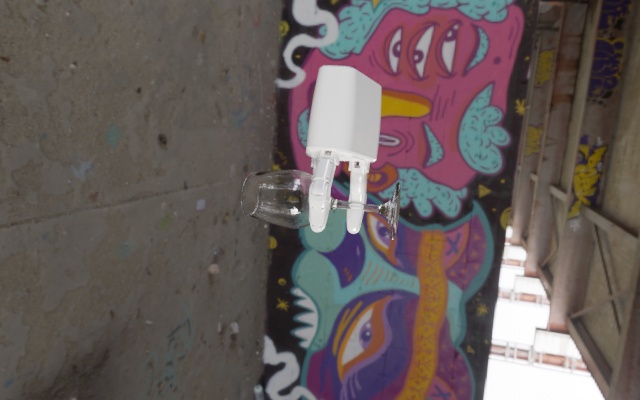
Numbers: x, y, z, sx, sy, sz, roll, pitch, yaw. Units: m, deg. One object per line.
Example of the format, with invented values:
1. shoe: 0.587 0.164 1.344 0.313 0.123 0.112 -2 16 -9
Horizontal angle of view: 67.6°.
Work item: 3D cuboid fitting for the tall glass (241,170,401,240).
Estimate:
1. tall glass: 0.001 0.002 0.628 0.201 0.079 0.079 6 1 14
